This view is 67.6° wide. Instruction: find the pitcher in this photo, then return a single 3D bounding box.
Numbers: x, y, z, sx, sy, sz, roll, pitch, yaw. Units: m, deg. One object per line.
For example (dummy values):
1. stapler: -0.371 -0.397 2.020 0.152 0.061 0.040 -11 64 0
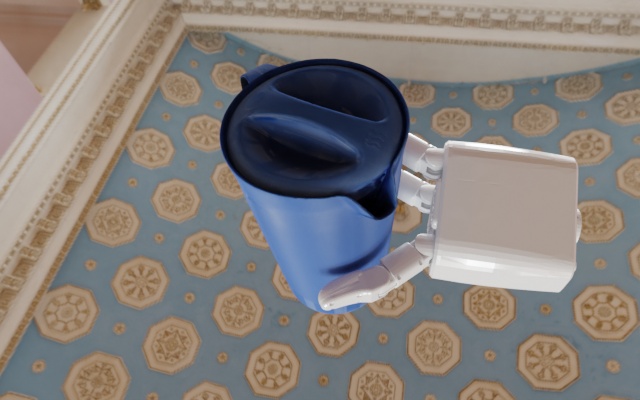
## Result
1. pitcher: 0.000 0.001 0.431 0.145 0.149 0.243 5 -34 9
